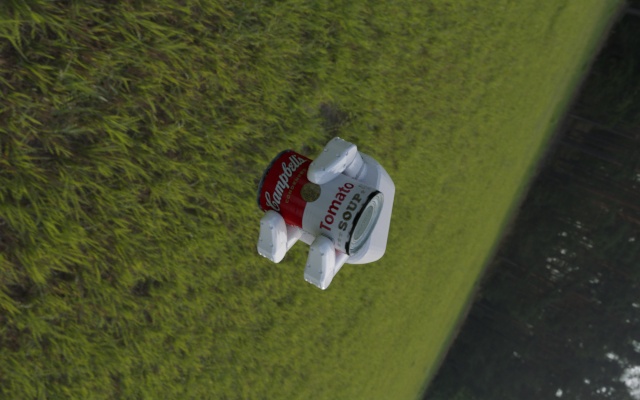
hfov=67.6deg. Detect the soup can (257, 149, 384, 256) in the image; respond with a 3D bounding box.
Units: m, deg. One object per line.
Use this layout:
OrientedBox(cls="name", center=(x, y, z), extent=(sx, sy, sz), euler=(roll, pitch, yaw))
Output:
OrientedBox(cls="soup can", center=(0.000, 0.001, 0.454), extent=(0.102, 0.068, 0.068), euler=(26, 10, 21))
